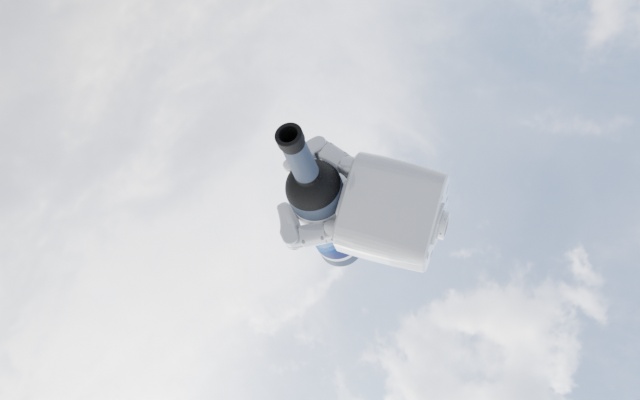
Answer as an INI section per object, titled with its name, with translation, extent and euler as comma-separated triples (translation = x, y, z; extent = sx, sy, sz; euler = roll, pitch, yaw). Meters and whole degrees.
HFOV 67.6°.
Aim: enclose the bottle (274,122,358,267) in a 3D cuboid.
[bottle]
translation = 0.000, 0.002, 0.578
extent = 0.069, 0.069, 0.296
euler = 0, -26, 13
